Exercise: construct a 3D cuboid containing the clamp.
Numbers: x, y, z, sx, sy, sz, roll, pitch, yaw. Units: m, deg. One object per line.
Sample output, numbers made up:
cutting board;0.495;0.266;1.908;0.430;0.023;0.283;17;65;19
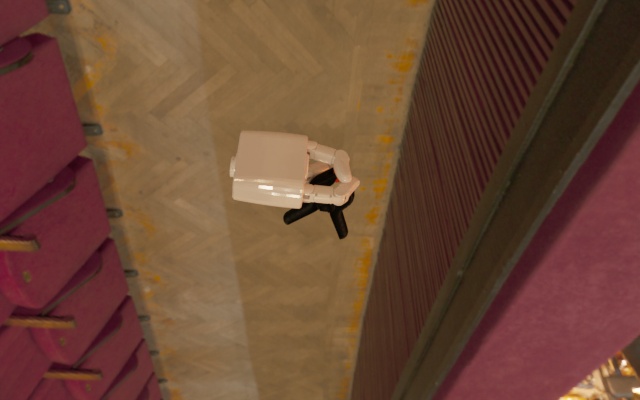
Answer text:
clamp;0.000;0.003;0.817;0.120;0.039;0.172;6;-44;-5
